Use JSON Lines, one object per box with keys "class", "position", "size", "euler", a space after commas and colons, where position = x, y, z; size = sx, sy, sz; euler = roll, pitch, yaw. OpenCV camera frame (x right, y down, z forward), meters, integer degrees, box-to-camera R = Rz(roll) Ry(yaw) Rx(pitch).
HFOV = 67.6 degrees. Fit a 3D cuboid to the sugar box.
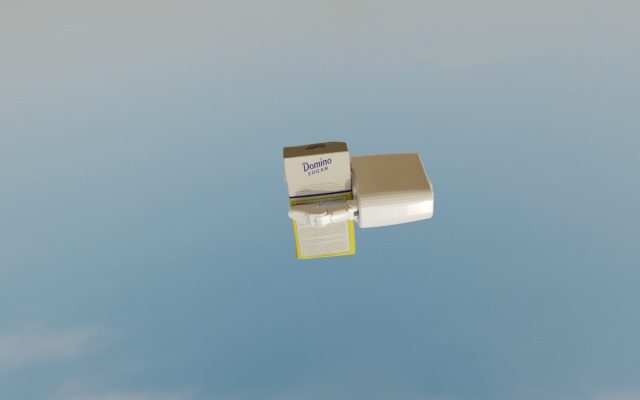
{"class": "sugar box", "position": [0.000, 0.002, 0.710], "size": [0.093, 0.176, 0.048], "euler": [-6, 28, -1]}
